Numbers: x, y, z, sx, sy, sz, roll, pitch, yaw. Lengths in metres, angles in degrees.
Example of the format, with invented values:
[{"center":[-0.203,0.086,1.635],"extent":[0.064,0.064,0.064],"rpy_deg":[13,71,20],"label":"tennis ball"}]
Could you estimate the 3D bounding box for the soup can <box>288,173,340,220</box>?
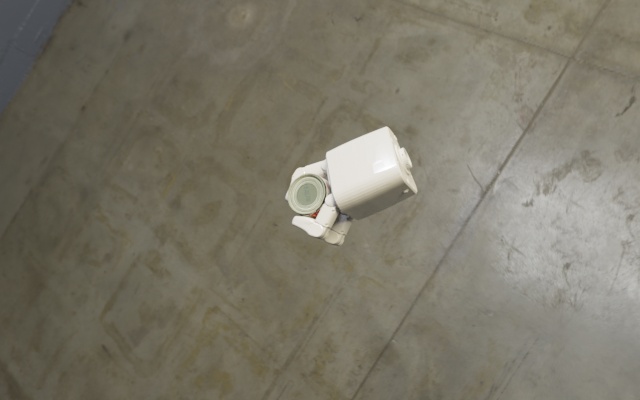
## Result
[{"center":[0.000,0.003,0.765],"extent":[0.068,0.068,0.102],"rpy_deg":[0,-14,26],"label":"soup can"}]
